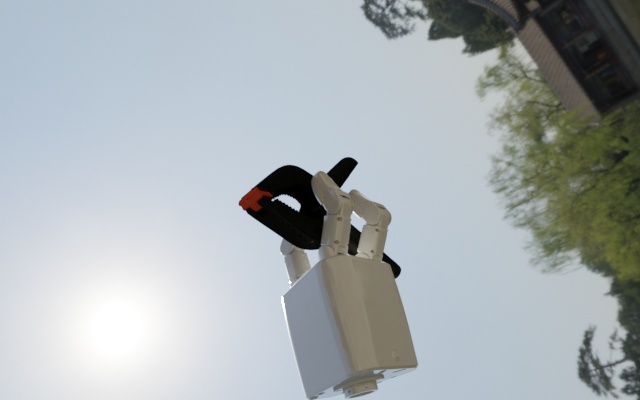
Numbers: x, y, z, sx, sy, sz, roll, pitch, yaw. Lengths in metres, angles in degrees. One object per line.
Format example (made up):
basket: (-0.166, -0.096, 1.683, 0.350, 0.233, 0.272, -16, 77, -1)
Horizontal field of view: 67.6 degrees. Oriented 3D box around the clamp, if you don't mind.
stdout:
clamp: (-0.001, 0.002, 0.518, 0.036, 0.164, 0.210, -36, -35, 32)
